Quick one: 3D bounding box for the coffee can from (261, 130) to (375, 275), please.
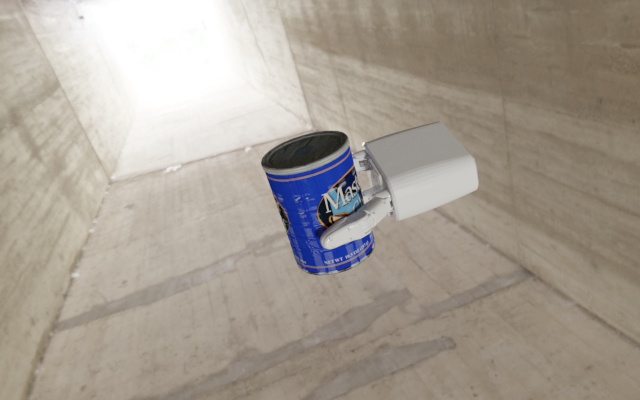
[{"bbox_3d":[0.000,0.002,0.566,0.103,0.140,0.102,-14,26,7],"label":"coffee can"}]
